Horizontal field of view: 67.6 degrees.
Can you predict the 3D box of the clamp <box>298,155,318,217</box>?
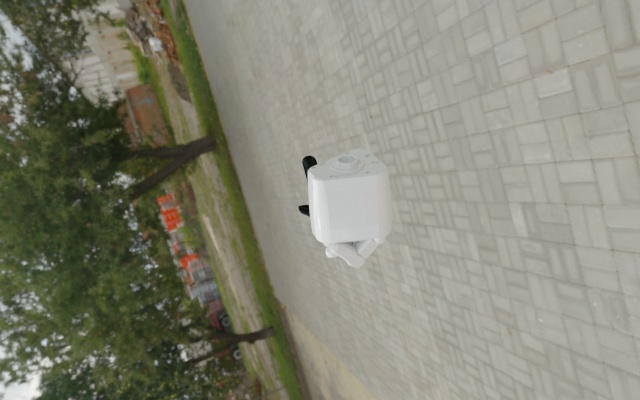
[{"bbox_3d":[0.000,0.003,0.804,0.039,0.120,0.171,-15,32,-19],"label":"clamp"}]
